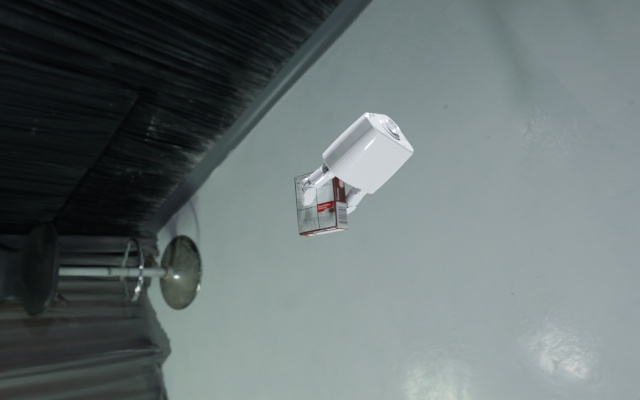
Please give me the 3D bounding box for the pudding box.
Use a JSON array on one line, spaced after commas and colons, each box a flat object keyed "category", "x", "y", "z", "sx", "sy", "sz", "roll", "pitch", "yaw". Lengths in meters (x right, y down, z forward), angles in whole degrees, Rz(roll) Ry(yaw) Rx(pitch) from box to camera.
[{"category": "pudding box", "x": 0.000, "y": 0.003, "z": 0.861, "sx": 0.090, "sy": 0.113, "sz": 0.039, "roll": -14, "pitch": -16, "yaw": 37}]
